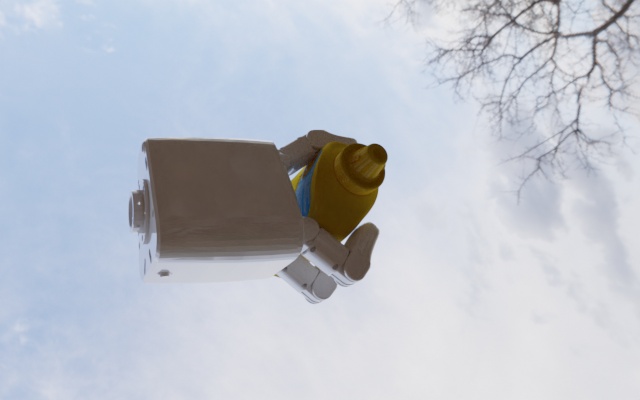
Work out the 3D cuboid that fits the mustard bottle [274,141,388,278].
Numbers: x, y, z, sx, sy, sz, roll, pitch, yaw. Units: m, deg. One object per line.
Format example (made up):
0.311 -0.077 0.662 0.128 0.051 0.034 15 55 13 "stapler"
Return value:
0.000 0.002 0.431 0.058 0.096 0.192 24 -32 -17 "mustard bottle"
